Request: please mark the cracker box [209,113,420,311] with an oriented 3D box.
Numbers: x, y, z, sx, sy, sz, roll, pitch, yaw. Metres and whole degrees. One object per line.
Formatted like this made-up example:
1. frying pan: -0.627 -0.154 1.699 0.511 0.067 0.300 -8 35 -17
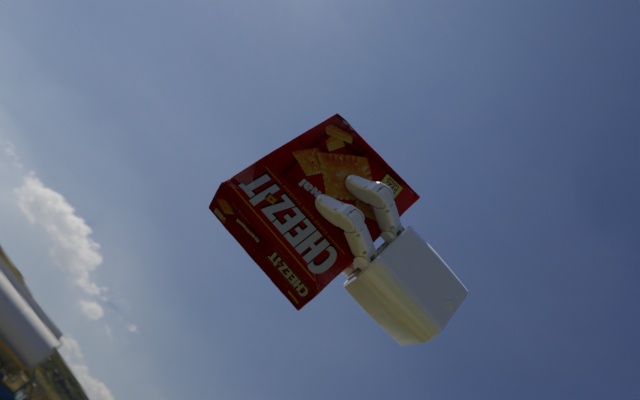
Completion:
1. cracker box: 0.000 0.002 0.595 0.213 0.164 0.072 -37 -9 -38
